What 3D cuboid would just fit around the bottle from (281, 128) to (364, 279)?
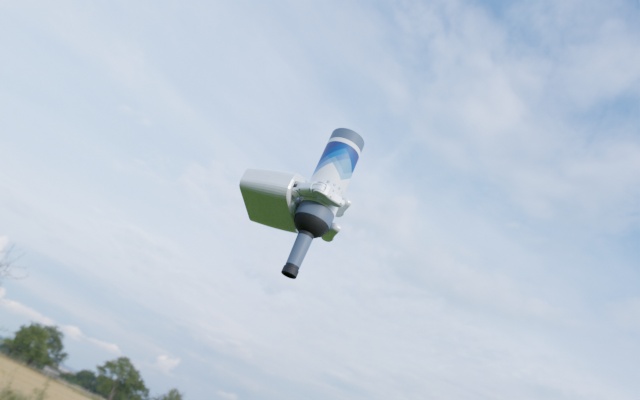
[{"bbox_3d":[0.000,0.003,0.850,0.069,0.295,0.069,19,-27,10],"label":"bottle"}]
